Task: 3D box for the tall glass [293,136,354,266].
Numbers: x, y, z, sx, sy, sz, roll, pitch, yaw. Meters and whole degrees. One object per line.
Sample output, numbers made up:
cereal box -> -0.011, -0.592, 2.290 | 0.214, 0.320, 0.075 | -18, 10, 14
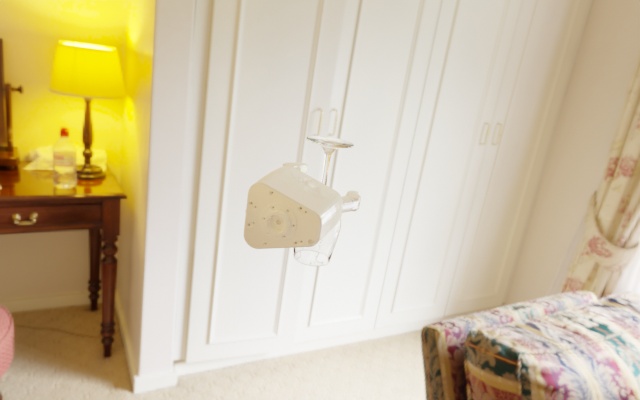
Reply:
tall glass -> 0.000, 0.002, 0.766 | 0.079, 0.201, 0.079 | 8, 17, -2
